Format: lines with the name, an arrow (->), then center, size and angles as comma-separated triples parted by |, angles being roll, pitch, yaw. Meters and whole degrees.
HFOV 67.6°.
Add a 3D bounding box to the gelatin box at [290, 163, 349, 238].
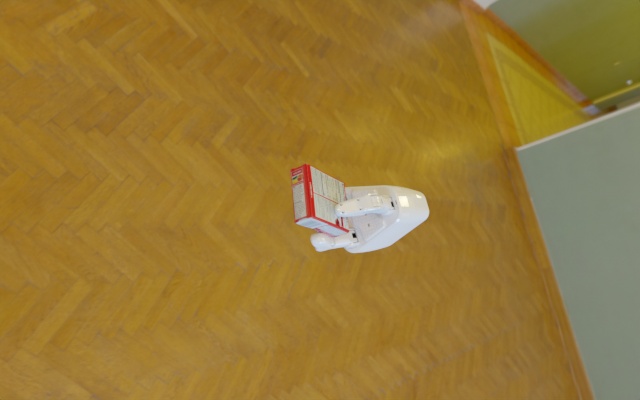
gelatin box -> 0.000, 0.002, 0.614 | 0.030, 0.073, 0.089 | -19, -26, 30
